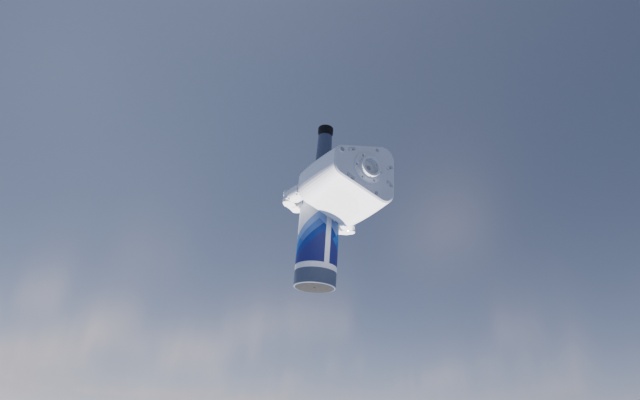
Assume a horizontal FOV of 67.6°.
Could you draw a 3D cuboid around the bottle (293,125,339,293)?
[{"bbox_3d":[0.000,0.003,0.802,0.069,0.295,0.069,3,-25,2],"label":"bottle"}]
